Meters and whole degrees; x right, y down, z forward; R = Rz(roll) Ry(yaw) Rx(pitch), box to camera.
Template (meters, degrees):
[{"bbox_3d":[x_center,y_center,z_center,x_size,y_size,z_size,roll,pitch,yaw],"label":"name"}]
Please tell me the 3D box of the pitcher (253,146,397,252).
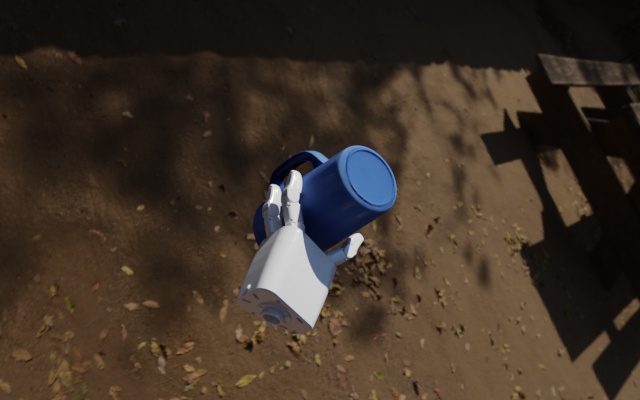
[{"bbox_3d":[0.000,0.003,0.763,0.149,0.145,0.243,38,-40,-16],"label":"pitcher"}]
